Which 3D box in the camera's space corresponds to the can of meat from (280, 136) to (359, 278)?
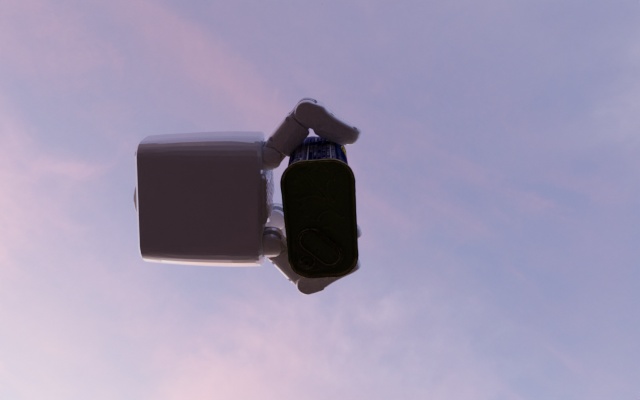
[{"bbox_3d":[0.000,0.001,0.411,0.057,0.102,0.084,-4,22,1],"label":"can of meat"}]
